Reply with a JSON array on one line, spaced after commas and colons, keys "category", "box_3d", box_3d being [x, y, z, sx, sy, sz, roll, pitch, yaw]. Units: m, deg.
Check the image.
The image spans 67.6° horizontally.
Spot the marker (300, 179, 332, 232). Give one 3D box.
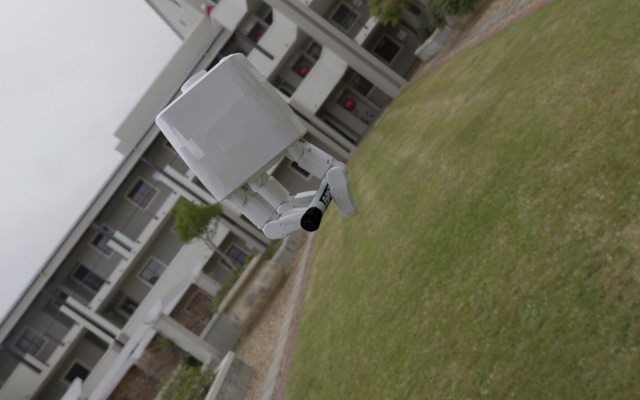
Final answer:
[{"category": "marker", "box_3d": [0.000, 0.002, 0.489, 0.020, 0.020, 0.121, 0, 20, 11]}]
